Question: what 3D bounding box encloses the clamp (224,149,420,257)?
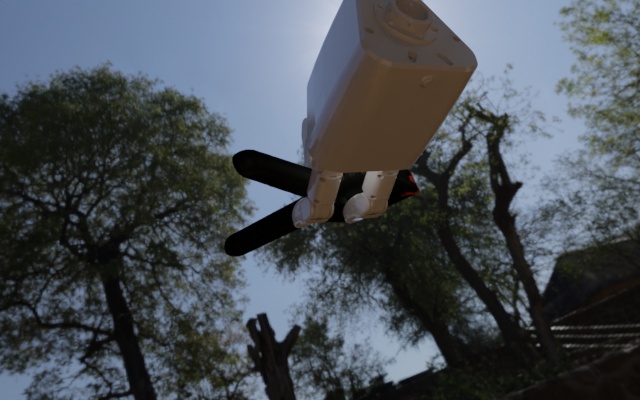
[{"bbox_3d":[0.000,0.001,0.487,0.210,0.036,0.165,-6,-30,-26],"label":"clamp"}]
